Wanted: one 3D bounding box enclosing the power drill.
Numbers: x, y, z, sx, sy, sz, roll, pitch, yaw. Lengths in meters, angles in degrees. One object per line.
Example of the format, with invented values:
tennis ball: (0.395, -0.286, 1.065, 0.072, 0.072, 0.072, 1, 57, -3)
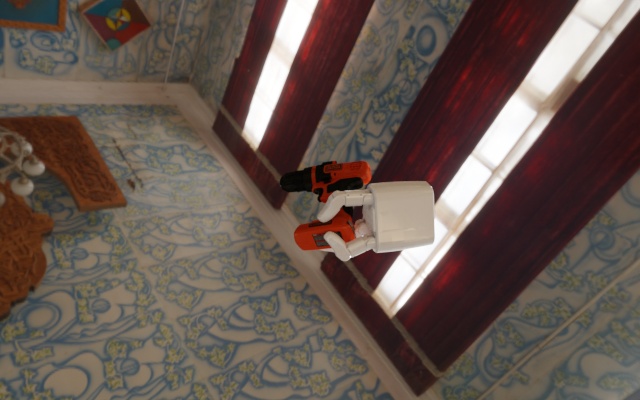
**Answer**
power drill: (0.000, 0.003, 0.888, 0.184, 0.187, 0.057, -8, -45, 17)
